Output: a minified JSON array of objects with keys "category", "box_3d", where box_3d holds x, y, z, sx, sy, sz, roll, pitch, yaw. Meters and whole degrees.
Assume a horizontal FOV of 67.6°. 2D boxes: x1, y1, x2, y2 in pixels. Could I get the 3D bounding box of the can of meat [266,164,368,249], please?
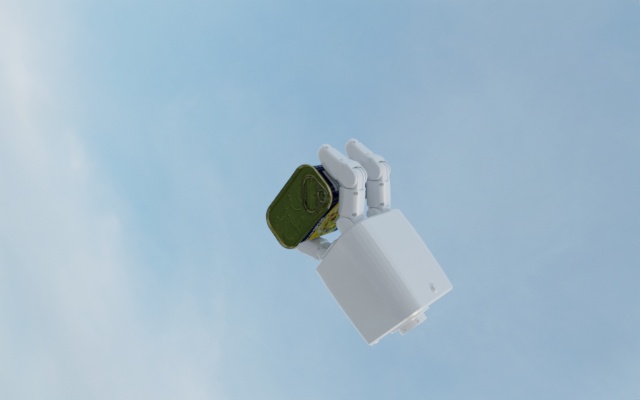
[{"category":"can of meat","box_3d":[0.000,0.002,0.544,0.084,0.057,0.102,-14,-30,-49]}]
